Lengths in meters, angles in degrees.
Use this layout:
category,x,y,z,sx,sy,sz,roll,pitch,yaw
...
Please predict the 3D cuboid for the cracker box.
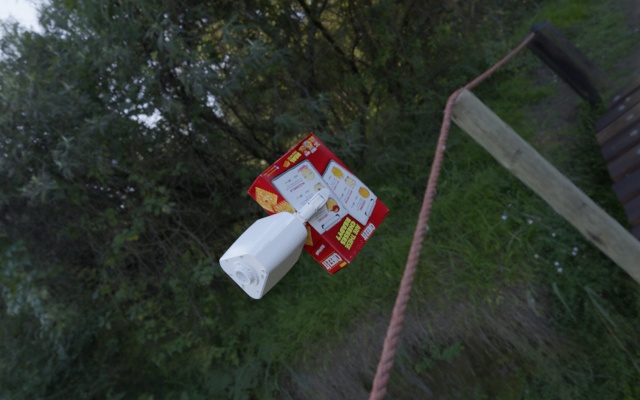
category,x,y,z,sx,sy,sz,roll,pitch,yaw
cracker box,0.000,0.003,0.876,0.164,0.213,0.072,-46,2,-41
